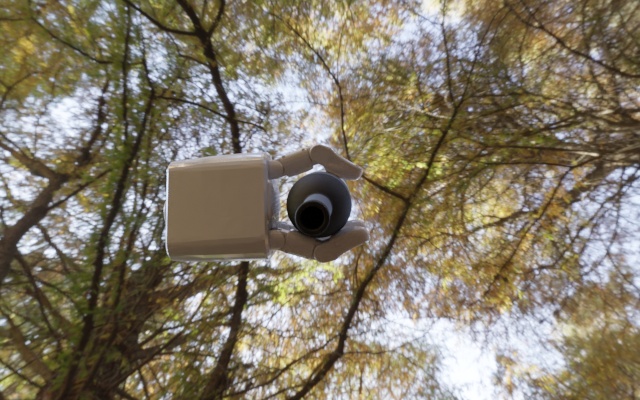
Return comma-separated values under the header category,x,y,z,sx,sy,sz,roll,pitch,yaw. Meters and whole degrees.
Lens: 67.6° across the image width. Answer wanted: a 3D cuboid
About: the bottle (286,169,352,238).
category,x,y,z,sx,sy,sz,roll,pitch,yaw
bottle,0.000,0.002,0.518,0.069,0.069,0.295,0,5,3
